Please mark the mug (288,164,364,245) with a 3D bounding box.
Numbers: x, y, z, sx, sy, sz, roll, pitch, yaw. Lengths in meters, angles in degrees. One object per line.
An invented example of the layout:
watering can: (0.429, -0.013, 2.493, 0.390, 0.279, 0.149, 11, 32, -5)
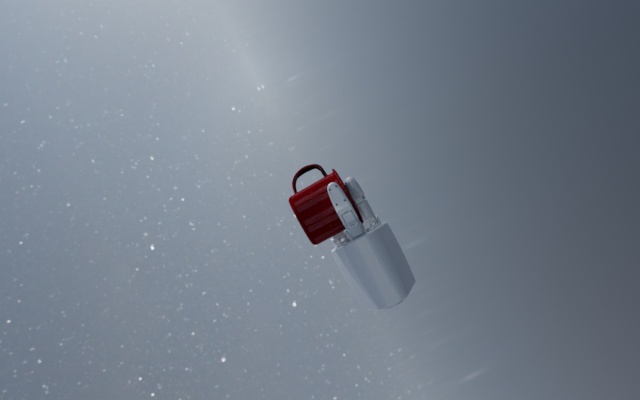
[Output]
mug: (-0.001, 0.001, 0.702, 0.081, 0.117, 0.093, -29, -7, 0)
